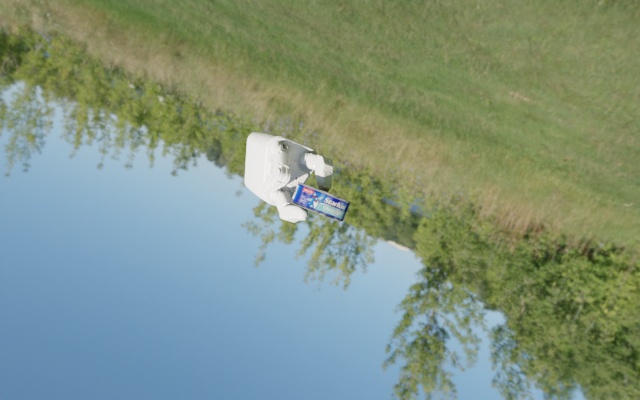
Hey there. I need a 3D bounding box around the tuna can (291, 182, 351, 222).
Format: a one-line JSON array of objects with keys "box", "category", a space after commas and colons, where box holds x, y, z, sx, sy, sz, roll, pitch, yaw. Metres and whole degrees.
[{"box": [0.000, 0.003, 0.723, 0.086, 0.034, 0.086, 21, 0, 0], "category": "tuna can"}]
